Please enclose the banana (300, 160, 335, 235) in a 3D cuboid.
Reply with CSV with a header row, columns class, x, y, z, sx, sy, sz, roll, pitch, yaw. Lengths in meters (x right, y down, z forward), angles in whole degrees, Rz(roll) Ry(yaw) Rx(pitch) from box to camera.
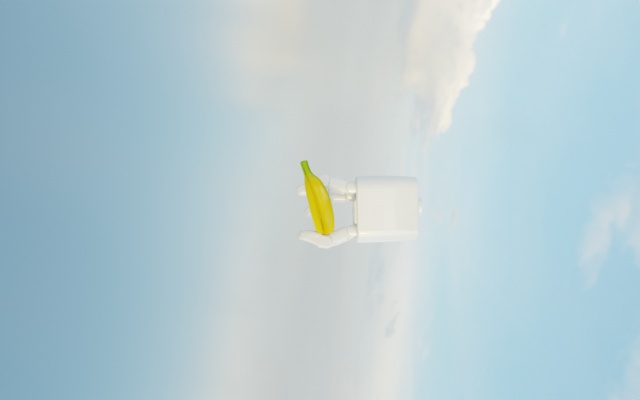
class,x,y,z,sx,sy,sz,roll,pitch,yaw
banana,0.002,0.016,0.797,0.037,0.069,0.198,-11,-35,1
